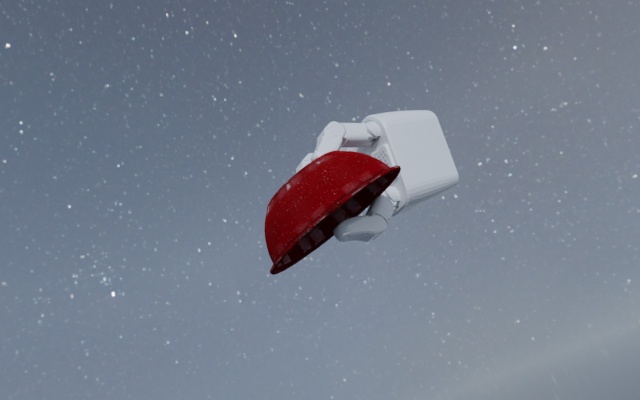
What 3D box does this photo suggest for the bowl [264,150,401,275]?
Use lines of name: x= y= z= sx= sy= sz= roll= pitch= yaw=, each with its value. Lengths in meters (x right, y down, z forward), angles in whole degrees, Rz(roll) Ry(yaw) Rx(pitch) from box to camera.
bowl: x=-0.001 y=0.002 z=0.467 sx=0.162 sy=0.055 sz=0.162 roll=-39 pitch=-9 yaw=-7
